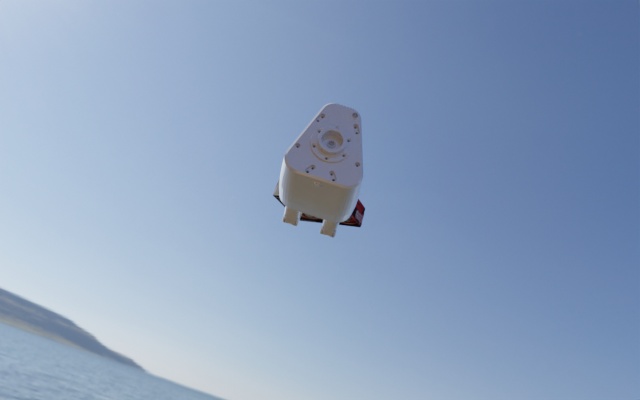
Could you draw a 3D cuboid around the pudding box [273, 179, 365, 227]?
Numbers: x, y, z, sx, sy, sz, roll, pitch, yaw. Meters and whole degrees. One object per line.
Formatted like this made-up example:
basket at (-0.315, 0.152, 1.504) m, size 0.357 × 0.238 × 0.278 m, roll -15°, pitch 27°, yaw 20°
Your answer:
pudding box at (0.000, 0.002, 0.711) m, size 0.113 × 0.039 × 0.090 m, roll 7°, pitch -24°, yaw 28°
